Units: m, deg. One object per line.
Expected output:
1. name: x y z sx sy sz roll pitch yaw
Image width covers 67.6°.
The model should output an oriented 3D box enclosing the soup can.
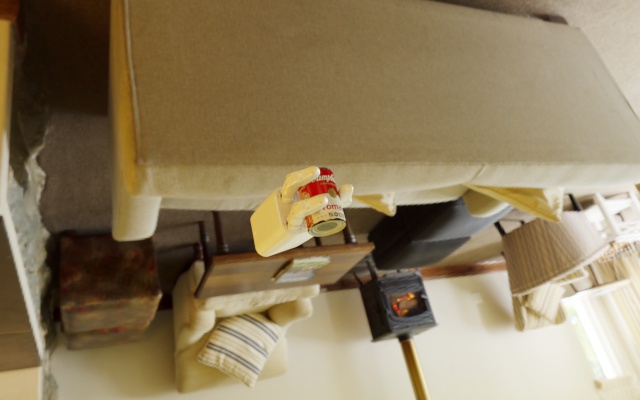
1. soup can: 0.001 0.003 0.820 0.068 0.102 0.068 -12 -24 -5
